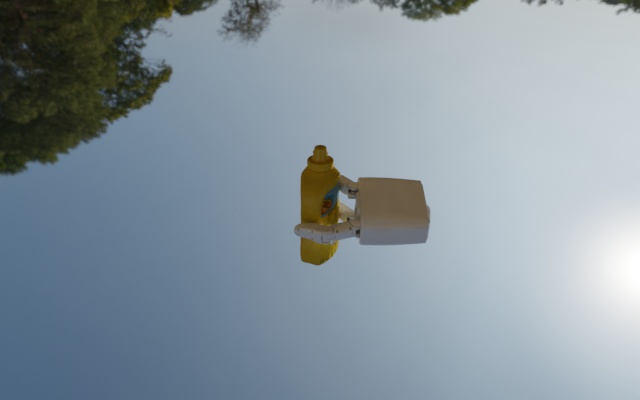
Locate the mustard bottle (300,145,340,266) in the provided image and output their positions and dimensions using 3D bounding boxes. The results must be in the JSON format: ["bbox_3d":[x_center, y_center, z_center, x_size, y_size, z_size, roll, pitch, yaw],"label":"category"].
[{"bbox_3d":[0.000,0.003,0.764,0.058,0.192,0.096,13,32,20],"label":"mustard bottle"}]
